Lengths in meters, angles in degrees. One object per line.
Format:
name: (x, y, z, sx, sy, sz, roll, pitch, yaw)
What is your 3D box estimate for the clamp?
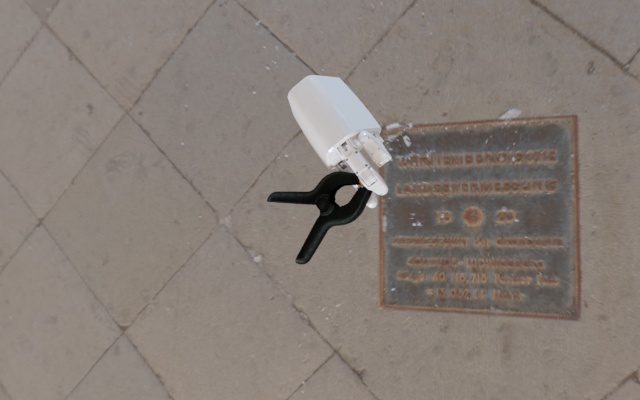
clamp: (0.000, 0.002, 0.713, 0.171, 0.120, 0.039, -39, -10, 13)
